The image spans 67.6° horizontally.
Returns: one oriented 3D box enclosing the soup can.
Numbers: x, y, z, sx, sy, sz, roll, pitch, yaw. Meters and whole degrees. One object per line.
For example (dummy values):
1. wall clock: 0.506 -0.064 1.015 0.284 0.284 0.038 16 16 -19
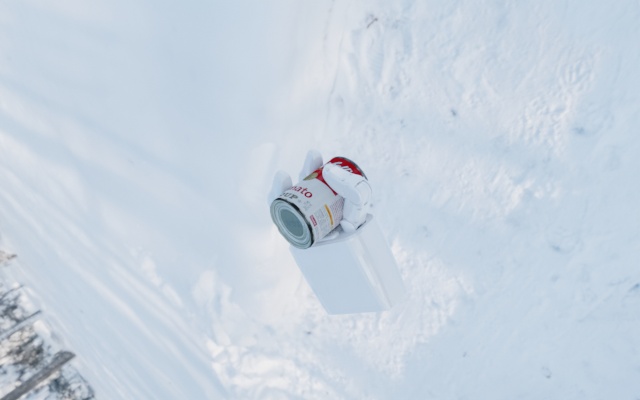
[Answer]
1. soup can: 0.000 0.002 0.552 0.102 0.068 0.068 -37 22 -33
